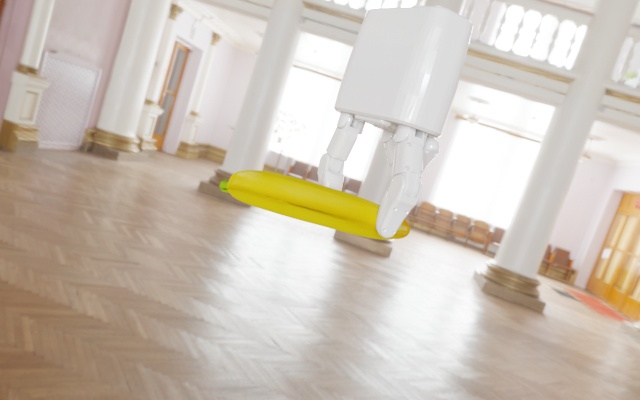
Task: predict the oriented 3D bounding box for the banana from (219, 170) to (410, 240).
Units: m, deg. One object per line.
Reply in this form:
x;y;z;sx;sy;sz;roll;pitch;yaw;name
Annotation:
-0.003;0.002;0.455;0.198;0.037;0.069;16;5;-1;banana
